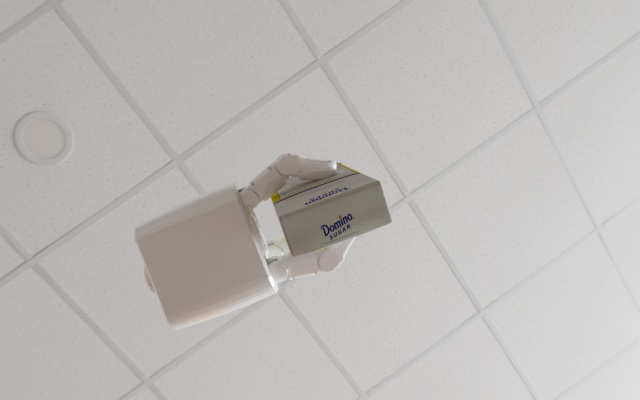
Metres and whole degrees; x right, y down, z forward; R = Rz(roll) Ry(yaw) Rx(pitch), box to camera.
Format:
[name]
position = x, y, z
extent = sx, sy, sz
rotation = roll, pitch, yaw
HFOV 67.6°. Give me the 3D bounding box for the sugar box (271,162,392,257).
[sugar box]
position = 0.000, 0.002, 0.480
extent = 0.093, 0.048, 0.176
rotation = -20, 15, -5
